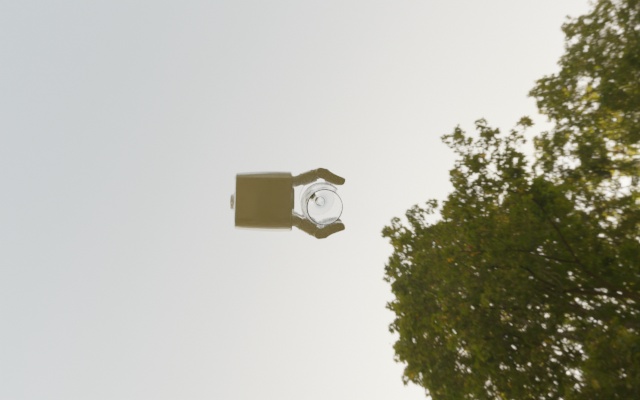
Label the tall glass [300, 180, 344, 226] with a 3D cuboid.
[{"bbox_3d":[0.000,0.003,0.899,0.079,0.079,0.201,0,5,-4],"label":"tall glass"}]
